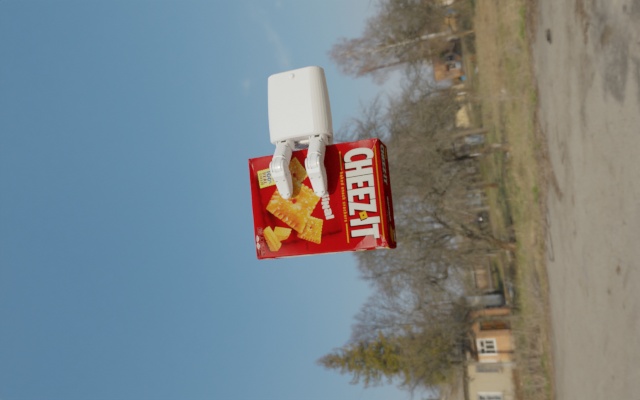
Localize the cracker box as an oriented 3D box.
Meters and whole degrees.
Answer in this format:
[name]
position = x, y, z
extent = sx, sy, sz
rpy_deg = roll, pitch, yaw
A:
[cracker box]
position = 0.000, 0.002, 0.743
extent = 0.214, 0.164, 0.072
rpy_deg = -7, -7, 18
